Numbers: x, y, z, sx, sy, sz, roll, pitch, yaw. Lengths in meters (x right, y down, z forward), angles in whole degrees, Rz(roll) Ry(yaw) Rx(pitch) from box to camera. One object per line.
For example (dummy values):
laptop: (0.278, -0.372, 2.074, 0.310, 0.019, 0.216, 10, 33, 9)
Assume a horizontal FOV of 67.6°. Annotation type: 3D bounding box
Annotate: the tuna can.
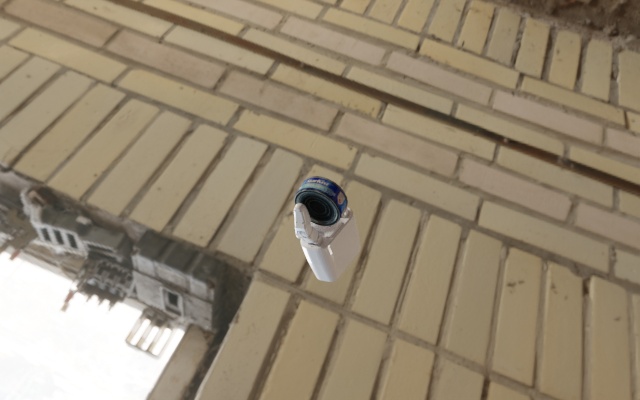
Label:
tuna can: (0.000, 0.003, 0.798, 0.086, 0.086, 0.033, 0, 42, 32)
